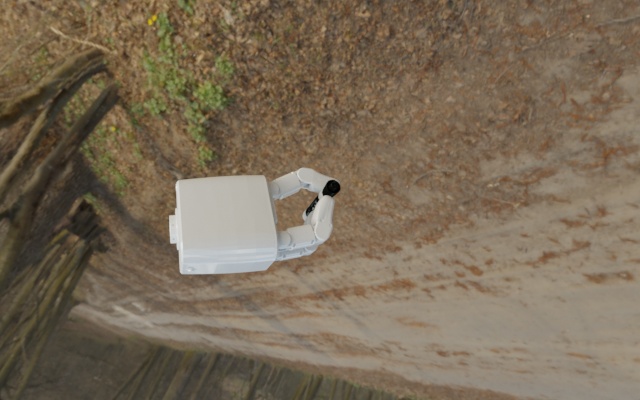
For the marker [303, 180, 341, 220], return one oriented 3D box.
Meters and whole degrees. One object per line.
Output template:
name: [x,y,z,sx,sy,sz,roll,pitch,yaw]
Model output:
marker: [0.000,0.002,0.626,0.020,0.020,0.121,0,-20,-17]
